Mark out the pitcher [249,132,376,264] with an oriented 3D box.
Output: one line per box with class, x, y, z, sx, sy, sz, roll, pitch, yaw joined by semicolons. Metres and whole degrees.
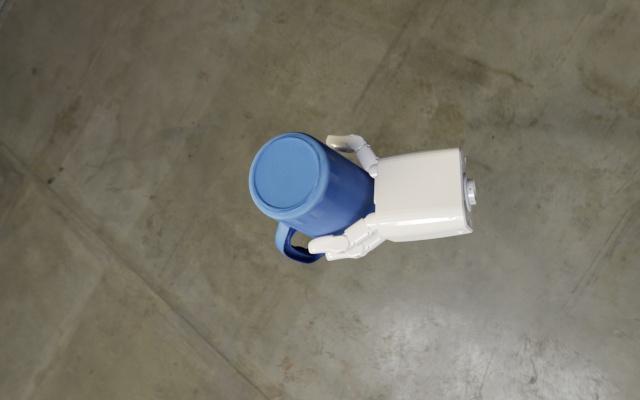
pitcher;0.000;0.002;0.661;0.145;0.149;0.243;-8;-15;22
